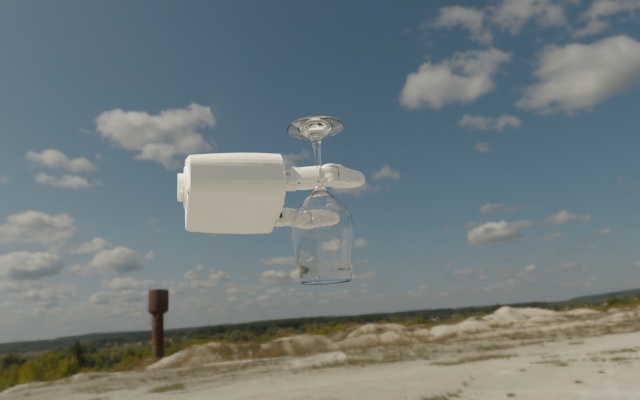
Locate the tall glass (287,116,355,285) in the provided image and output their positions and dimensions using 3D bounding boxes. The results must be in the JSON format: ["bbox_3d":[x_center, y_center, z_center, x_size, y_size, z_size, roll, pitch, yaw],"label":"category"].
[{"bbox_3d":[0.000,0.001,0.596,0.079,0.201,0.079,-4,-14,-1],"label":"tall glass"}]
